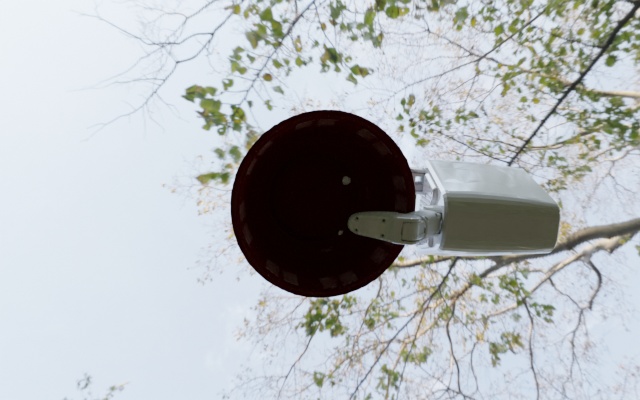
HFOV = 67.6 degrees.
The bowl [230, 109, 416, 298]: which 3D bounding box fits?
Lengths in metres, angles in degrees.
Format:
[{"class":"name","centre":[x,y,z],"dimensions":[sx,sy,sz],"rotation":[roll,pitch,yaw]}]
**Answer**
[{"class":"bowl","centre":[-0.001,0.001,0.427],"dimensions":[0.162,0.162,0.055],"rotation":[0,9,-13]}]
